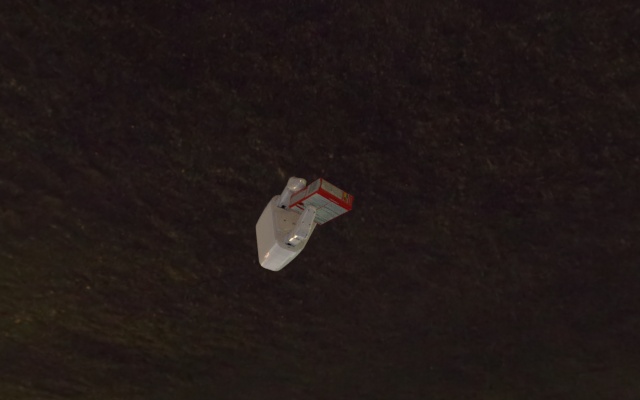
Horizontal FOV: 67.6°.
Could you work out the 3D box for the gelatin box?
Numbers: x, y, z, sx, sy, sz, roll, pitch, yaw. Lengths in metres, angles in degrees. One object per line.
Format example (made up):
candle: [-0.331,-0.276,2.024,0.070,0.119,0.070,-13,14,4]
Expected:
gelatin box: [0.000,0.003,0.819,0.073,0.030,0.089,30,-36,-27]
